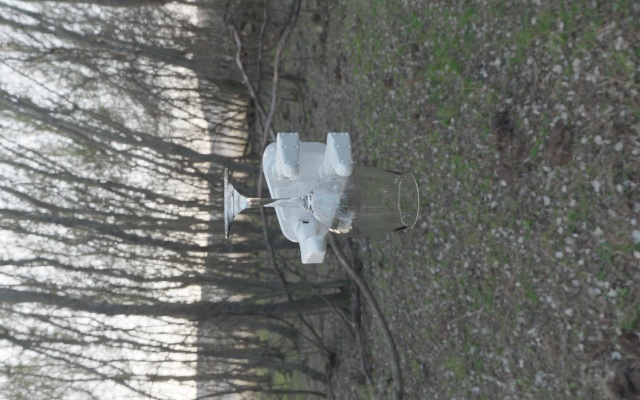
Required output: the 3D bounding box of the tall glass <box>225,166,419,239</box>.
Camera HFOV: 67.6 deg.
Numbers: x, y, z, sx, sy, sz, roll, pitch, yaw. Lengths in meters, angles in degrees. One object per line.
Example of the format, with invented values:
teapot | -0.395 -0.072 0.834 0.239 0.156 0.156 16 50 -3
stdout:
tall glass | -0.001 0.002 0.513 0.201 0.079 0.079 0 0 -9
